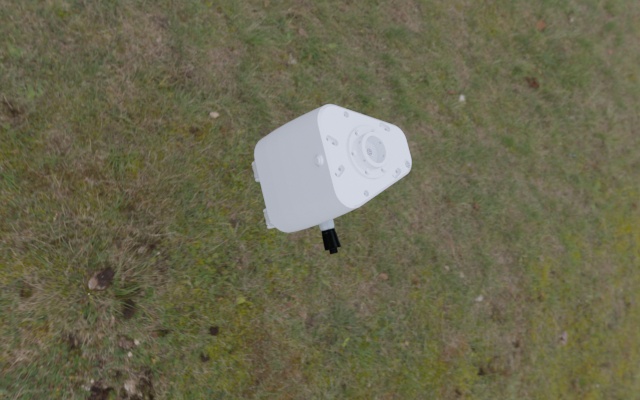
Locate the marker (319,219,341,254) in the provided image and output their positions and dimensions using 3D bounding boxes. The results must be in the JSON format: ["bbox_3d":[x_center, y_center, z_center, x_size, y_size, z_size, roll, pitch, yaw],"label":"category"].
[{"bbox_3d":[0.000,0.002,0.544,0.020,0.121,0.020,-15,-4,-1],"label":"marker"}]
